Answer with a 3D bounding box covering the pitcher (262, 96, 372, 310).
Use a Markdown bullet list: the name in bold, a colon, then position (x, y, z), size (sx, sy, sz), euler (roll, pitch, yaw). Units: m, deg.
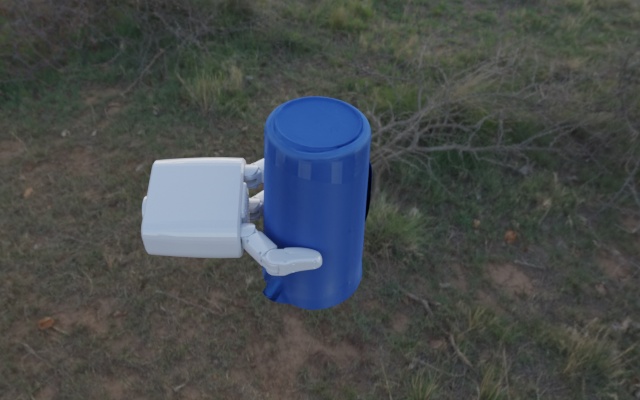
- **pitcher**: position (0.000, 0.002, 0.564), size (0.145, 0.243, 0.149), euler (1, 44, -3)
